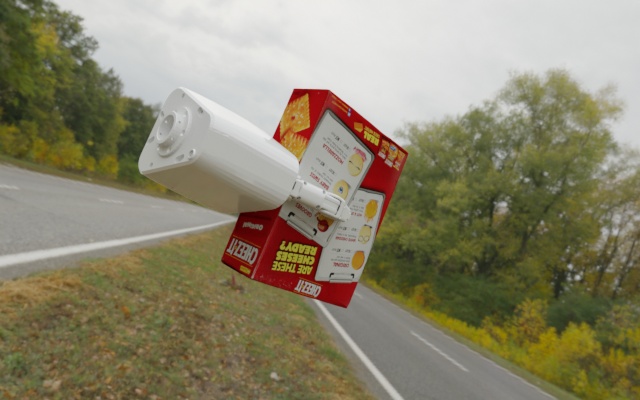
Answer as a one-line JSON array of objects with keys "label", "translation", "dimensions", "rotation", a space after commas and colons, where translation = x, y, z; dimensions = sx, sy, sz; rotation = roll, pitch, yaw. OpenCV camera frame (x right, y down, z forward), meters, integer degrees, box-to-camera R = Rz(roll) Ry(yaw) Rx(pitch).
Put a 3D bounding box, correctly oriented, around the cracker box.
[{"label": "cracker box", "translation": [0.000, 0.002, 0.563], "dimensions": [0.072, 0.213, 0.164], "rotation": [17, -8, 46]}]
